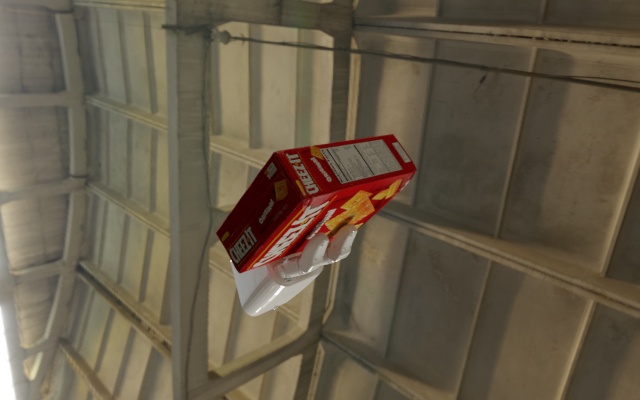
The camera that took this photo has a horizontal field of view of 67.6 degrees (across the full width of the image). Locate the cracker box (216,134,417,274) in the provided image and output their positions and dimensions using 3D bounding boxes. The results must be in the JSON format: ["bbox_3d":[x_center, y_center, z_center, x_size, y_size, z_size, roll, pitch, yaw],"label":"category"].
[{"bbox_3d":[0.000,0.002,0.603,0.213,0.072,0.164,-15,-24,-45],"label":"cracker box"}]
